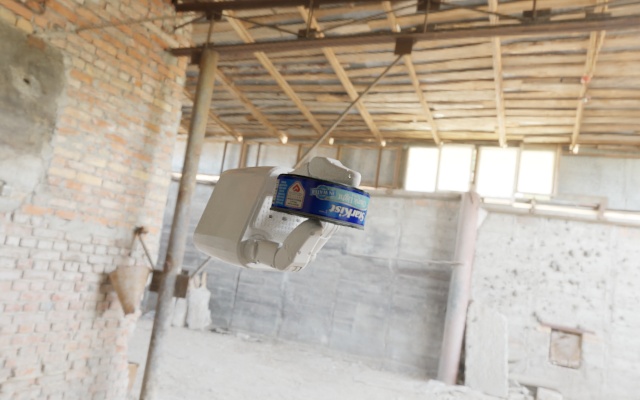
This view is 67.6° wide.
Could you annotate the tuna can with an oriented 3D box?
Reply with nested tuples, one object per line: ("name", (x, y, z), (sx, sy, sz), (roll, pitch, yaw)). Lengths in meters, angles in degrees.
("tuna can", (0.000, 0.001, 0.423), (0.086, 0.034, 0.086), (12, -3, 1))
